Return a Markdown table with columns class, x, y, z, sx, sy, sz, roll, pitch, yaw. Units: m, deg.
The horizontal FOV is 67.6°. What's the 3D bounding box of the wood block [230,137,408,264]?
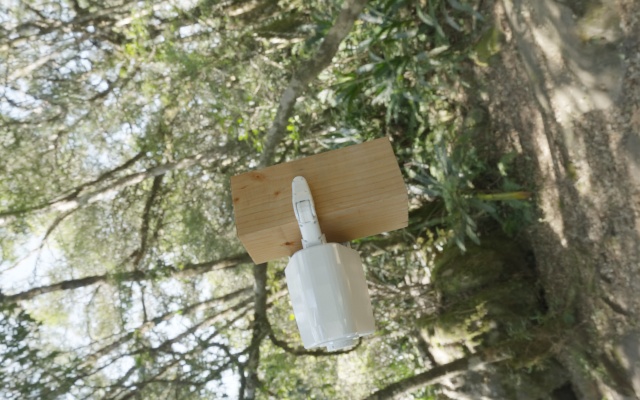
| class | x | y | z | sx | sy | sz | roll | pitch | yaw |
| --- | --- | --- | --- | --- | --- | --- | --- | --- | --- |
| wood block | 0.000 | 0.002 | 0.612 | 0.206 | 0.090 | 0.091 | -14 | -32 | 1 |
